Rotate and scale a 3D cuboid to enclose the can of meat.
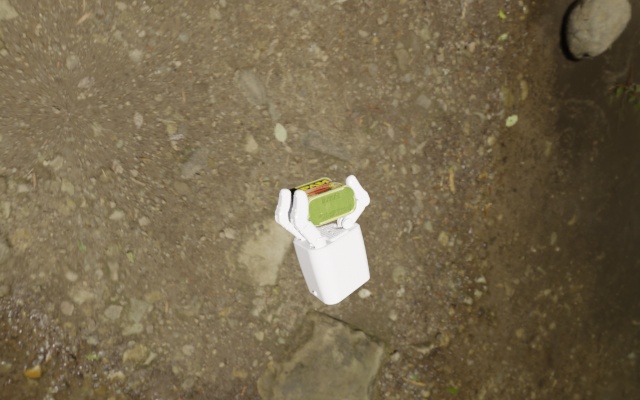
[{"bbox_3d":[0.000,0.003,0.822,0.102,0.057,0.084,-20,18,-23],"label":"can of meat"}]
